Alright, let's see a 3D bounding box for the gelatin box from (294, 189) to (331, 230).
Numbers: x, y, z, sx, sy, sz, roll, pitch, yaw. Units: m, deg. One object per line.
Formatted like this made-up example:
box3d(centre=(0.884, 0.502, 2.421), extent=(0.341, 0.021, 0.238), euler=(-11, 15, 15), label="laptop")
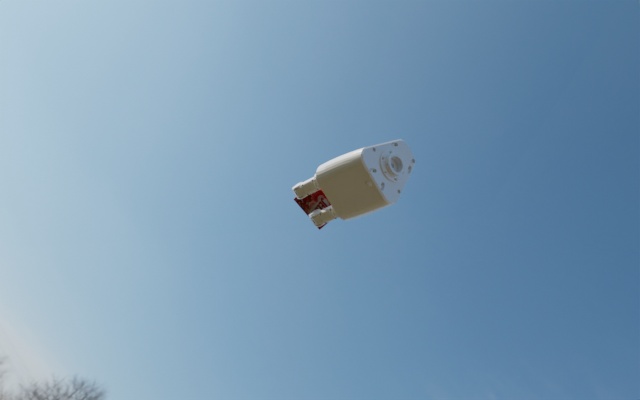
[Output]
box3d(centre=(0.000, 0.003, 0.830), extent=(0.030, 0.073, 0.089), euler=(-40, -1, -34), label="gelatin box")
